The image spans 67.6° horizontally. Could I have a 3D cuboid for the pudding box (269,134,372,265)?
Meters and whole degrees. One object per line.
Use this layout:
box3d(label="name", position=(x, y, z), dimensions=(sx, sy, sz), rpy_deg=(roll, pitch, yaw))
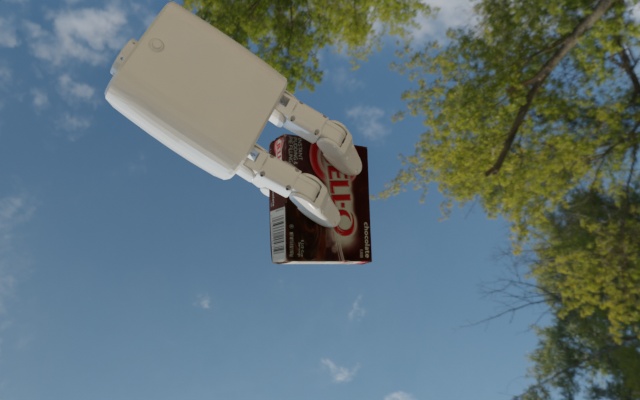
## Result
box3d(label="pudding box", position=(0.000, 0.001, 0.435), dimensions=(0.090, 0.113, 0.039), rpy_deg=(4, -9, -30))
